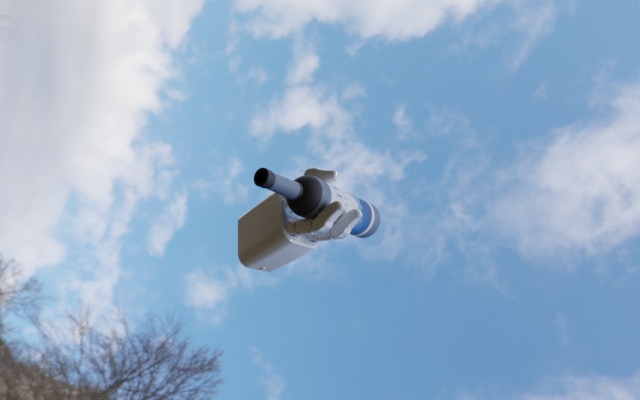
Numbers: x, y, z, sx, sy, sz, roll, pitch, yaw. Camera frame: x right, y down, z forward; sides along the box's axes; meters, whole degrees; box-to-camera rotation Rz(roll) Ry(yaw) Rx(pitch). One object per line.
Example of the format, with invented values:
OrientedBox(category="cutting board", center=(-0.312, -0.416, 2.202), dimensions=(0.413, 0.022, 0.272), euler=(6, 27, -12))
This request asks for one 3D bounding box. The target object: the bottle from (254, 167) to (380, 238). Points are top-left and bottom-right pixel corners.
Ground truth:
OrientedBox(category="bottle", center=(0.000, 0.003, 0.772), dimensions=(0.069, 0.069, 0.296), euler=(0, -14, 35))
